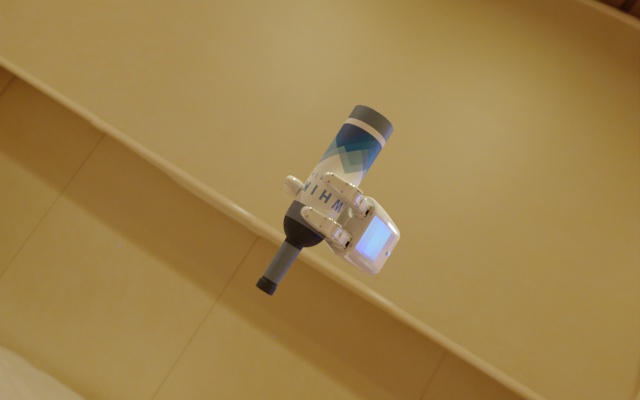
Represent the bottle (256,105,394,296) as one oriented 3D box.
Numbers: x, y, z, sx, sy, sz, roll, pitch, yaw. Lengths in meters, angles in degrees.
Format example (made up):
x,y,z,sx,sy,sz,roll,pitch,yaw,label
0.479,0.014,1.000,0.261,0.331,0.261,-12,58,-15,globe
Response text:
x,y,z,sx,sy,sz,roll,pitch,yaw,label
0.000,0.002,0.680,0.069,0.295,0.069,32,-8,5,bottle
